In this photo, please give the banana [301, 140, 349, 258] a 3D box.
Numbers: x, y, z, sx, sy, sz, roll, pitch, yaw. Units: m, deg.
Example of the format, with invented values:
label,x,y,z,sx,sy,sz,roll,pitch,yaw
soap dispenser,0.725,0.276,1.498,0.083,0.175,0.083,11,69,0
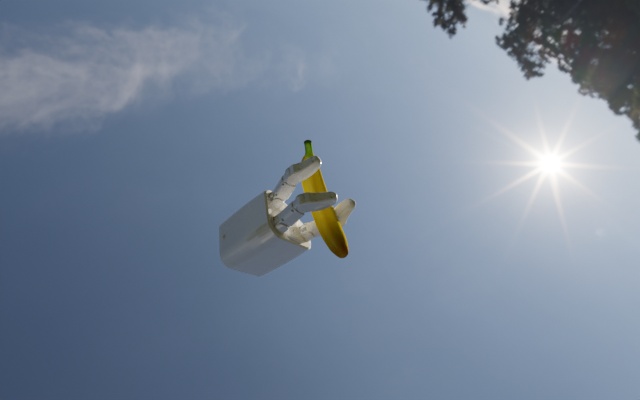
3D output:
label,x,y,z,sx,sy,sz,roll,pitch,yaw
banana,0.001,0.006,0.735,0.037,0.197,0.070,-19,-22,-2
